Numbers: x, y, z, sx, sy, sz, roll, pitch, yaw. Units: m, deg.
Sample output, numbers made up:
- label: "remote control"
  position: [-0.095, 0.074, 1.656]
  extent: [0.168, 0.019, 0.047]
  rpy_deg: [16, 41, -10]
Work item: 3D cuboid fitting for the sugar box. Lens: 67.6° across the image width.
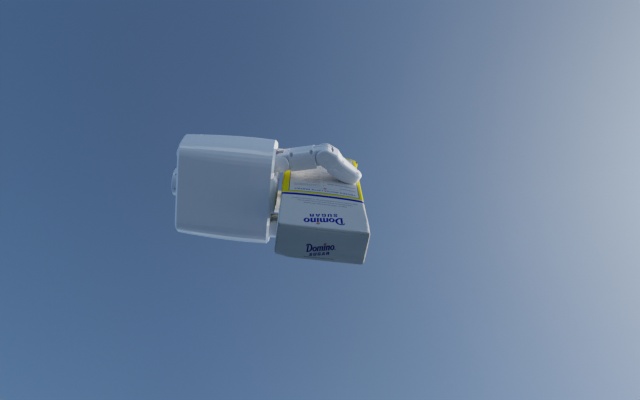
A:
- label: "sugar box"
  position: [0.000, 0.002, 0.542]
  extent: [0.093, 0.048, 0.176]
  rpy_deg: [7, 31, -4]
